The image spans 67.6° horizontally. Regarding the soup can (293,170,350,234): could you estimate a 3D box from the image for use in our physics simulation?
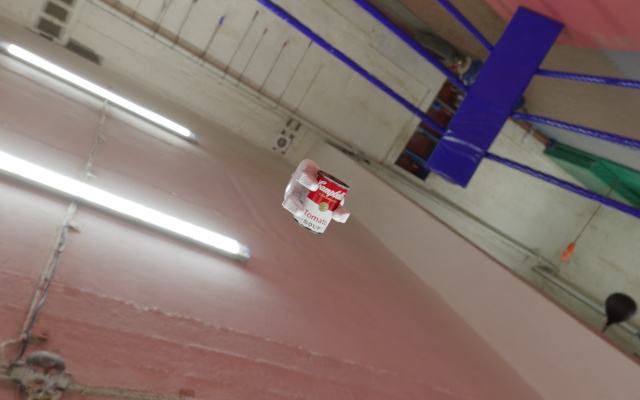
[{"bbox_3d":[0.000,0.003,0.894,0.068,0.102,0.068,30,10,-6],"label":"soup can"}]
